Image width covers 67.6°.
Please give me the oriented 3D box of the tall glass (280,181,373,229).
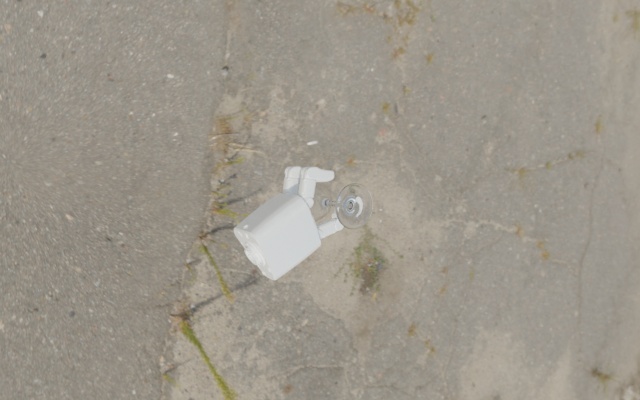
[{"bbox_3d":[0.001,0.003,0.844,0.079,0.079,0.201,0,4,-33],"label":"tall glass"}]
